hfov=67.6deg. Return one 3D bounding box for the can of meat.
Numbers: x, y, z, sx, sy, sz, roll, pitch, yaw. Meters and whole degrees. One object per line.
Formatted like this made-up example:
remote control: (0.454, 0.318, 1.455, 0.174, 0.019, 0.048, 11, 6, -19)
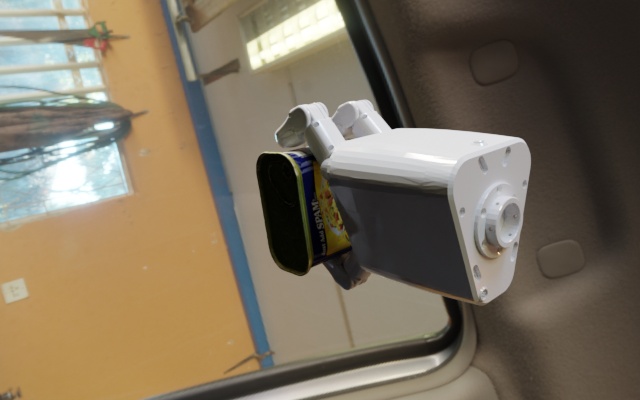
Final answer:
can of meat: (0.000, 0.001, 0.409, 0.084, 0.102, 0.057, -18, 16, -36)
